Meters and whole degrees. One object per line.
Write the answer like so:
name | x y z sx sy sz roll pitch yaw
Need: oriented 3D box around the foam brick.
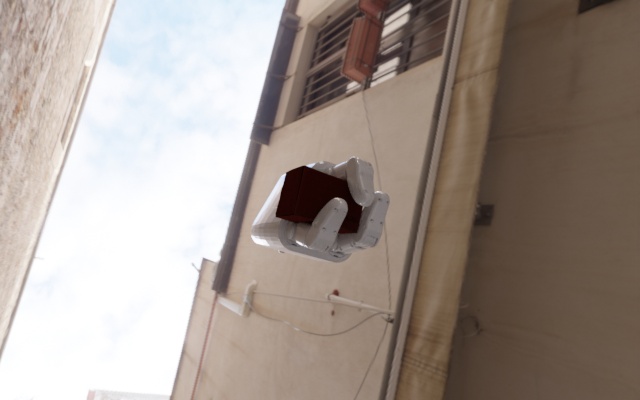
foam brick | 0.000 0.001 0.505 0.078 0.053 0.051 19 -12 -26
